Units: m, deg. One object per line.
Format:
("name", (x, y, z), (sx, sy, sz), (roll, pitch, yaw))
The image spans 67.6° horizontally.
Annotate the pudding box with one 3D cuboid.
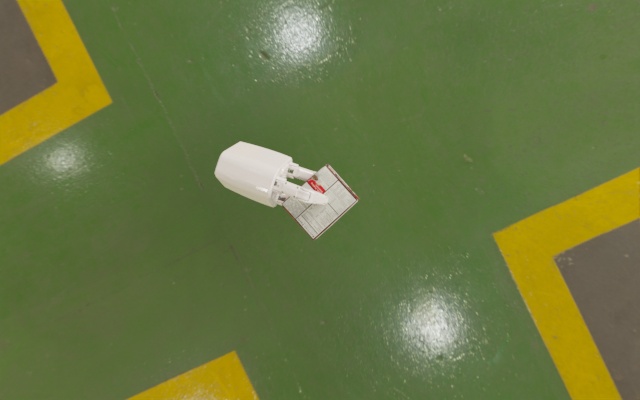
("pudding box", (0.000, 0.003, 0.863), (0.113, 0.090, 0.039), (-42, -3, 9))
